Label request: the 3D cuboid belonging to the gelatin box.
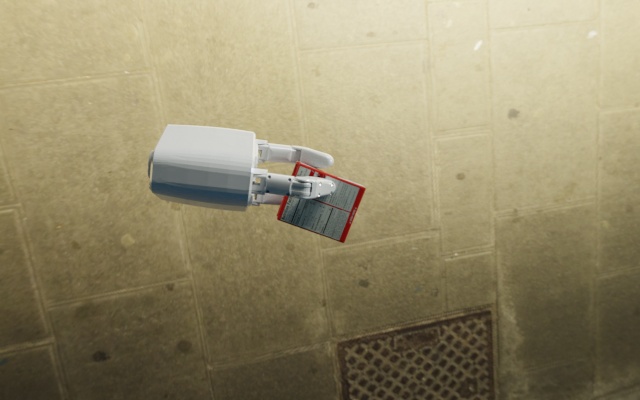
[{"bbox_3d":[0.000,0.002,0.576,0.089,0.073,0.030,20,6,-8],"label":"gelatin box"}]
